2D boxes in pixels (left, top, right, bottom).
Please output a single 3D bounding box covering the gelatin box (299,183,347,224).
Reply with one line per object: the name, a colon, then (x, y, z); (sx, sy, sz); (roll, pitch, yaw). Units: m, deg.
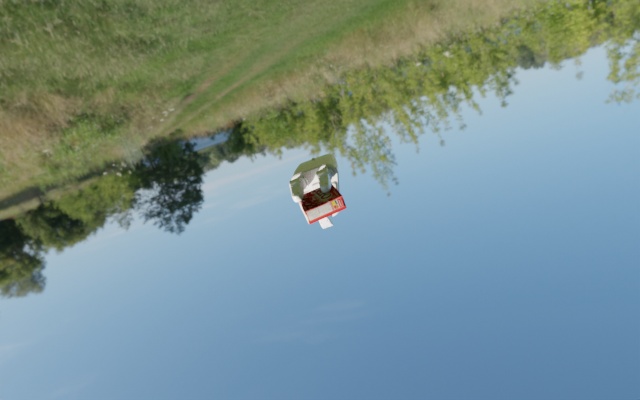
gelatin box: (0.000, 0.003, 0.872); (0.073, 0.030, 0.089); (-23, 22, -4)
